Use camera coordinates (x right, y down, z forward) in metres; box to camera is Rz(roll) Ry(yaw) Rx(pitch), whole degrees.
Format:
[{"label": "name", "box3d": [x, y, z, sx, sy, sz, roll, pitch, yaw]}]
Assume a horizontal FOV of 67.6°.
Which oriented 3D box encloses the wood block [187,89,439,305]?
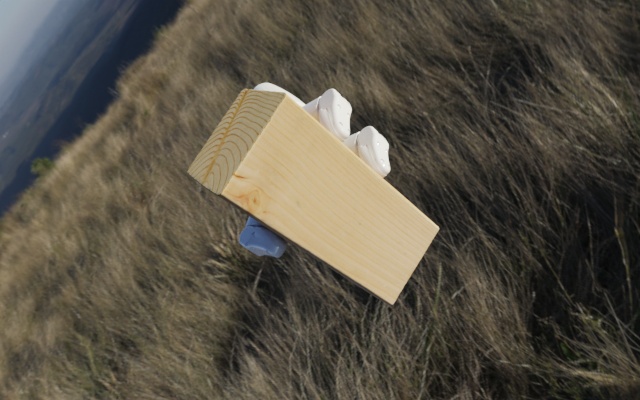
[{"label": "wood block", "box3d": [0.000, 0.002, 0.430, 0.206, 0.091, 0.090, 36, -6, -33]}]
